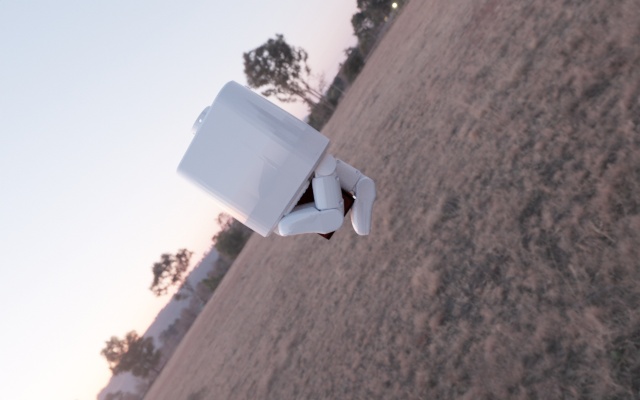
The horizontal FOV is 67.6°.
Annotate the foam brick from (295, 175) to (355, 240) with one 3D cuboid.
[{"bbox_3d":[0.000,0.002,0.517,0.051,0.053,0.078,33,4,-5],"label":"foam brick"}]
